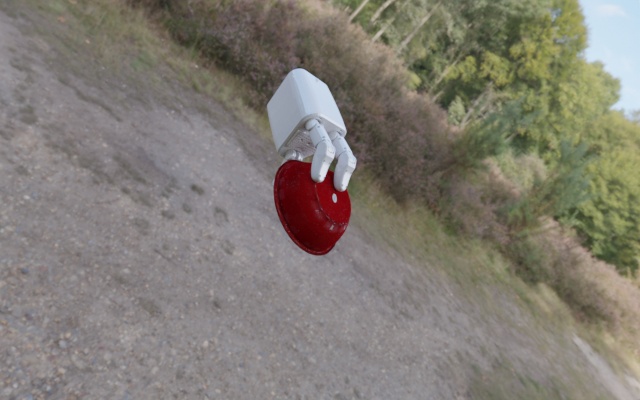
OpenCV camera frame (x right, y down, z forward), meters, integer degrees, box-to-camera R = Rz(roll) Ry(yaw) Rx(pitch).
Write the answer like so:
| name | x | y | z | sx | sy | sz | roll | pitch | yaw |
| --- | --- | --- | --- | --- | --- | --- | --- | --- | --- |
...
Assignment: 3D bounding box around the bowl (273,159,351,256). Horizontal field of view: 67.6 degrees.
| name | x | y | z | sx | sy | sz | roll | pitch | yaw |
| --- | --- | --- | --- | --- | --- | --- | --- | --- | --- |
| bowl | 0.001 | 0.004 | 0.751 | 0.055 | 0.162 | 0.162 | -21 | -12 | 33 |
